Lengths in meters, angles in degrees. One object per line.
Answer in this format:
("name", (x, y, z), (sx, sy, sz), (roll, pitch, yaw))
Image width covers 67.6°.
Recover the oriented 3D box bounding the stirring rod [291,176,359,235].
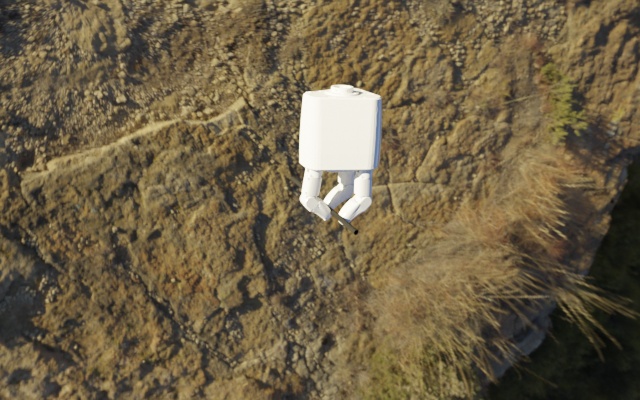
("stirring rod", (0.000, 0.002, 0.781), (0.011, 0.011, 0.239), (0, 21, -27))
